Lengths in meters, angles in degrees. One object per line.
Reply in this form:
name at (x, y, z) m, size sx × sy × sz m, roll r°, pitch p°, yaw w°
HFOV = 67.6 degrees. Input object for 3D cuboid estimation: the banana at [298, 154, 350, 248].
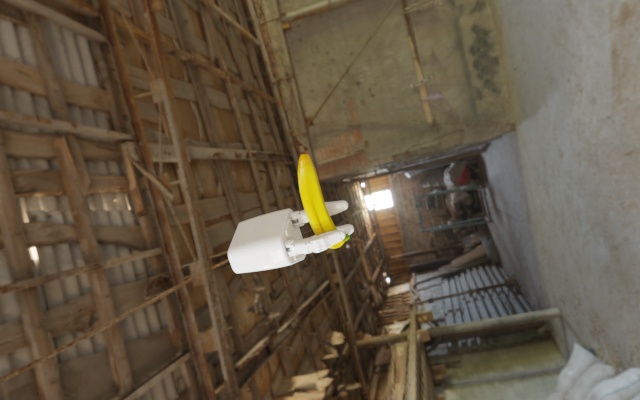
banana at (-0.001, 0.017, 0.812) m, size 0.037 × 0.198 × 0.069 m, roll -13°, pitch 34°, yaw 19°
